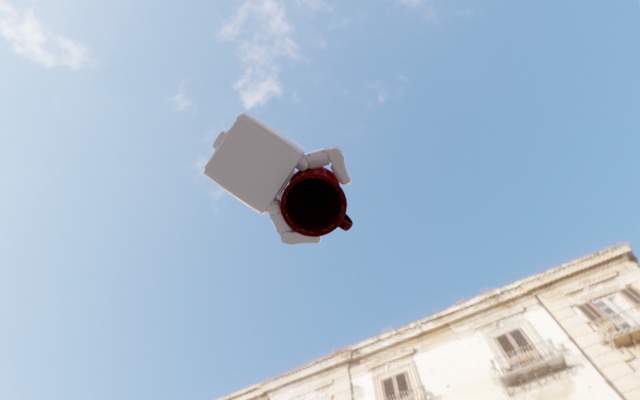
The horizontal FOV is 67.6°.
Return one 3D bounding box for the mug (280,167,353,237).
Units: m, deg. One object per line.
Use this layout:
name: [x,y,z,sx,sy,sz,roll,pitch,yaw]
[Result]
mug: [0.001,0.003,0.703,0.117,0.093,0.081,34,14,-10]
